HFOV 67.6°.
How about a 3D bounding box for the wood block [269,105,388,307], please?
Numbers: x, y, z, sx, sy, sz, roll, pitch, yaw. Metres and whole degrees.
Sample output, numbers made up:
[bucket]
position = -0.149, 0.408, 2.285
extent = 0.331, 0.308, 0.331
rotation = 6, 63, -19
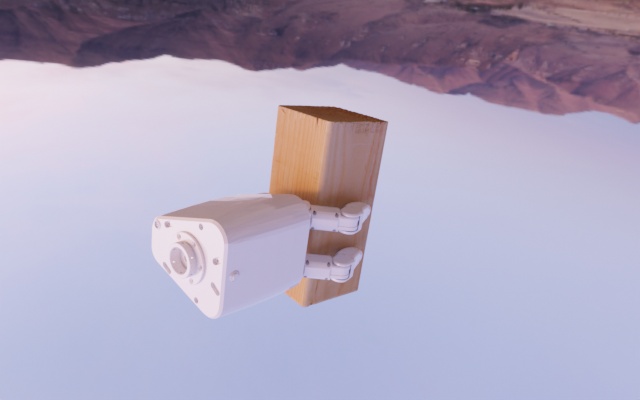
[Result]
[wood block]
position = 0.000, 0.002, 0.548
extent = 0.090, 0.206, 0.090
rotation = -8, 25, -41
